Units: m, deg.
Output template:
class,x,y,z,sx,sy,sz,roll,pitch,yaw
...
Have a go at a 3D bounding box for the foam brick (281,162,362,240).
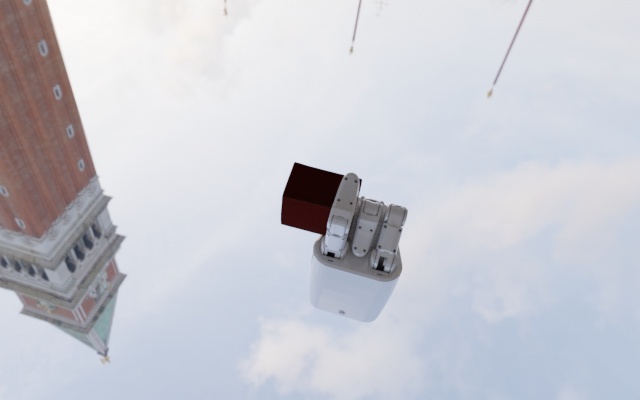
class,x,y,z,sx,sy,sz,roll,pitch,yaw
foam brick,0.000,0.001,0.519,0.078,0.053,0.051,15,-39,5
